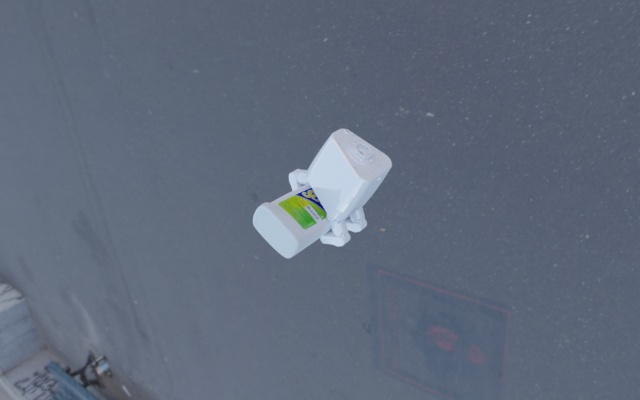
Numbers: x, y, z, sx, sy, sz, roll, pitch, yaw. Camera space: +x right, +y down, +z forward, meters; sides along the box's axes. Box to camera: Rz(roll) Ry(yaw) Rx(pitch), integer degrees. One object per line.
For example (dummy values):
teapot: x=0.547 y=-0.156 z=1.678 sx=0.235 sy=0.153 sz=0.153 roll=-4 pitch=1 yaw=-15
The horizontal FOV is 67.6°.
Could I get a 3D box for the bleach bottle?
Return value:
bleach bottle: x=0.000 y=0.003 z=0.871 sx=0.250 sy=0.102 sz=0.068 roll=-35 pitch=-15 yaw=-42
